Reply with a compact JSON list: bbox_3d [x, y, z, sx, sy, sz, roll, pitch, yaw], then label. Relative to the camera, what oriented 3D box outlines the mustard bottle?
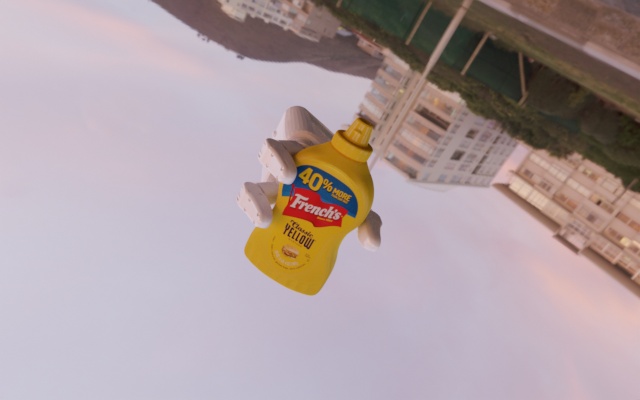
[{"bbox_3d":[0.000,0.002,0.491,0.096,0.192,0.058,32,23,6],"label":"mustard bottle"}]
